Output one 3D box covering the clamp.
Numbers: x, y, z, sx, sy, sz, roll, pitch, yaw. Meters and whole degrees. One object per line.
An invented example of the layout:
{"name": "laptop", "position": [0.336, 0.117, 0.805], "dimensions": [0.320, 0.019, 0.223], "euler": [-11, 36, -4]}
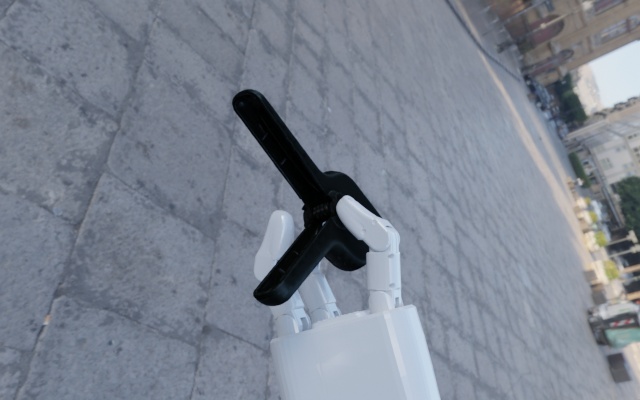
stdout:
{"name": "clamp", "position": [0.001, 0.001, 0.414], "dimensions": [0.036, 0.164, 0.210], "euler": [-19, -16, 28]}
